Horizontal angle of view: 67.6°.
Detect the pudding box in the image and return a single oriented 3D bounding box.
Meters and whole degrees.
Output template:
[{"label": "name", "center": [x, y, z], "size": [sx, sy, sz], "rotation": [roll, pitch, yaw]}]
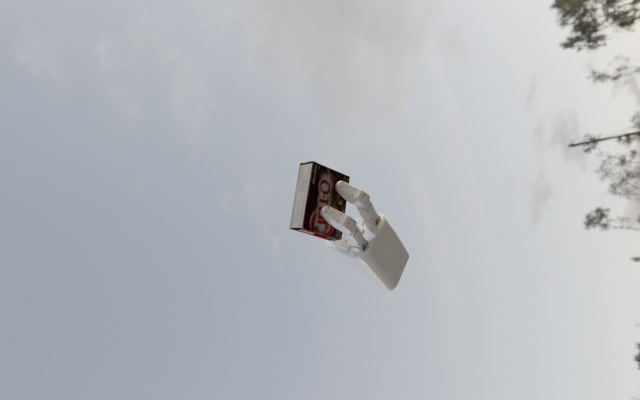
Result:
[{"label": "pudding box", "center": [0.000, 0.003, 0.778], "size": [0.039, 0.113, 0.090], "rotation": [-5, -18, 43]}]
